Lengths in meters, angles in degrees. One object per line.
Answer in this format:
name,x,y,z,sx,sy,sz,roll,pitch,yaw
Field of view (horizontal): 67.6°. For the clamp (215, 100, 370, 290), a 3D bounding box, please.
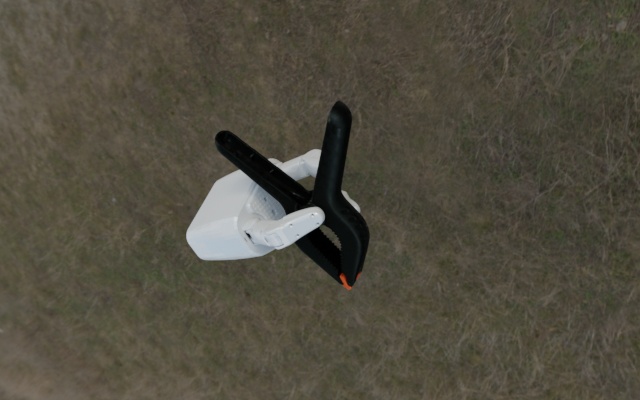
clamp,0.000,0.003,0.478,0.164,0.210,0.036,-13,27,43
